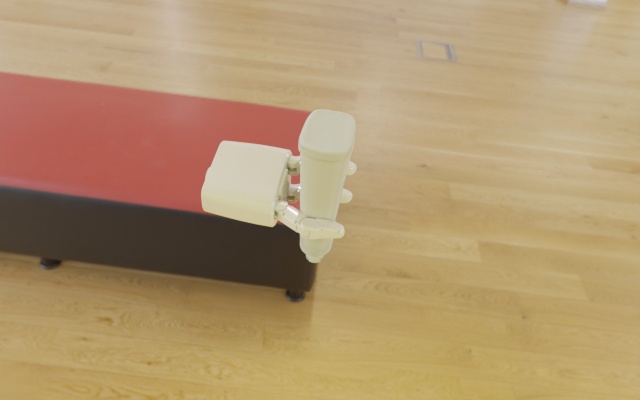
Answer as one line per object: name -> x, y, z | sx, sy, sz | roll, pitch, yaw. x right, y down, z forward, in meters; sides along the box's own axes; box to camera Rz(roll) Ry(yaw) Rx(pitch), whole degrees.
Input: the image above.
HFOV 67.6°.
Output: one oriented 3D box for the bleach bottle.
bleach bottle -> 0.000, 0.002, 0.682 | 0.068, 0.251, 0.102 | 10, 42, 4
